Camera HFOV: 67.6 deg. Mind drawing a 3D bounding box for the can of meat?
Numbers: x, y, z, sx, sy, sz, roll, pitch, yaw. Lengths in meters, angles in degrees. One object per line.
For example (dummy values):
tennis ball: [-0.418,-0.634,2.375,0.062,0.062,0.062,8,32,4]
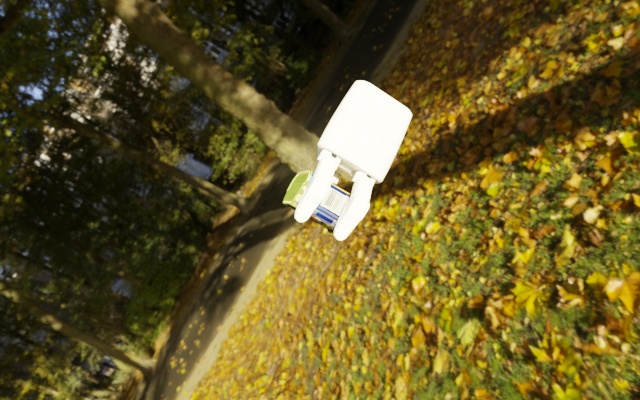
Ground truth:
can of meat: [0.000,0.002,0.653,0.084,0.057,0.102,30,-7,-12]
